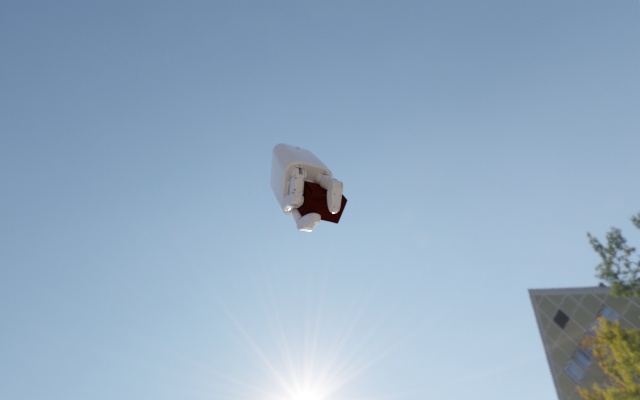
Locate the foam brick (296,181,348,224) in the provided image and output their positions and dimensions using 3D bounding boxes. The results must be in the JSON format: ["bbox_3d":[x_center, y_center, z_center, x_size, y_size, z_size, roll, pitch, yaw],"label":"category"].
[{"bbox_3d":[0.000,0.003,0.881,0.078,0.053,0.051,13,21,-28],"label":"foam brick"}]
